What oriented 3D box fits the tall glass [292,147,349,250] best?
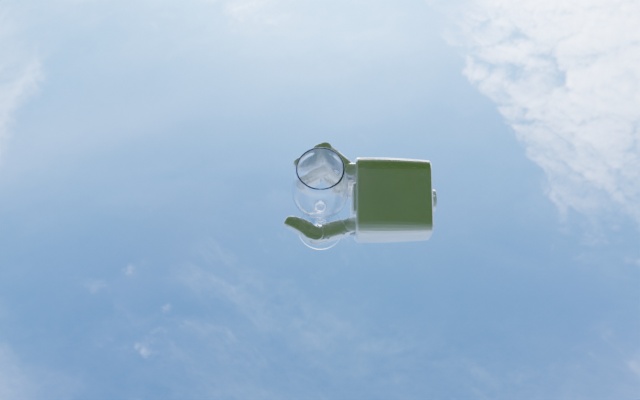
[{"bbox_3d":[0.000,0.003,0.687,0.079,0.079,0.201,0,-26,1],"label":"tall glass"}]
